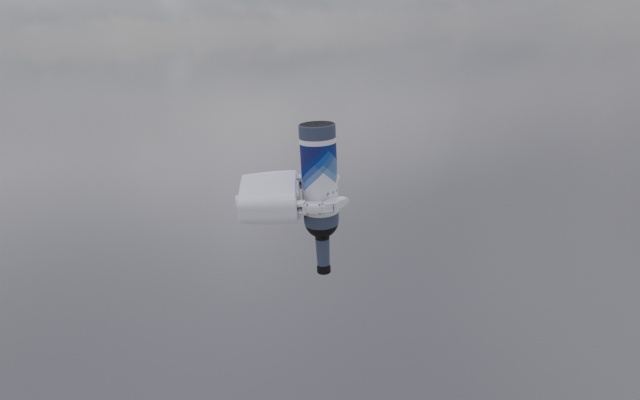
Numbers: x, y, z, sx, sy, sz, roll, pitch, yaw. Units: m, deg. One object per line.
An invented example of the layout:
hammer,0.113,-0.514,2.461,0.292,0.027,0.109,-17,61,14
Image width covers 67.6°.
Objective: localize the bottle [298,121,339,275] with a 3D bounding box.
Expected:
bottle,0.000,0.003,0.895,0.069,0.296,0.069,-2,20,1
